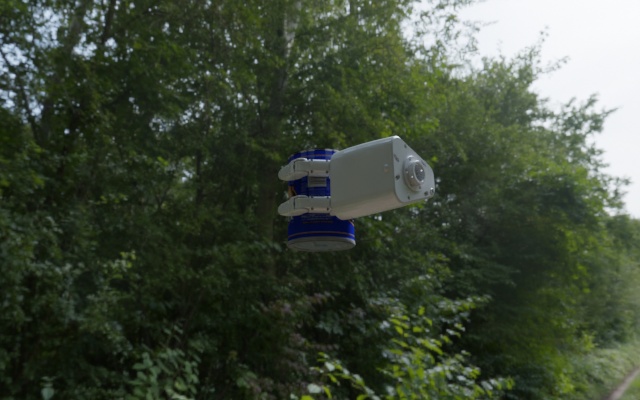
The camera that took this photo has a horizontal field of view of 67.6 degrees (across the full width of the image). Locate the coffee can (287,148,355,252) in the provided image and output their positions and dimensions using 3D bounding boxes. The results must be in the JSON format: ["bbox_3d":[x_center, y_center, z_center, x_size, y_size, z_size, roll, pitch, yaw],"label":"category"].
[{"bbox_3d":[0.000,0.003,0.737,0.103,0.140,0.103,-1,-14,0],"label":"coffee can"}]
